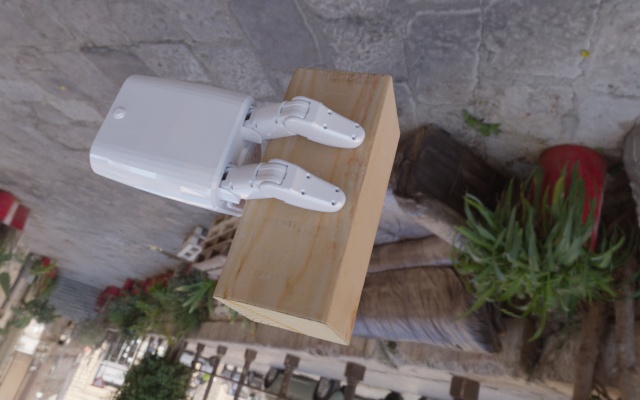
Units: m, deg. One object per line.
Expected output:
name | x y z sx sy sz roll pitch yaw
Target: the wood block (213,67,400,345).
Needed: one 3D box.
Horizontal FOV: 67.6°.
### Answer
wood block | 0.000 0.002 0.401 0.090 0.206 0.091 9 -23 18
